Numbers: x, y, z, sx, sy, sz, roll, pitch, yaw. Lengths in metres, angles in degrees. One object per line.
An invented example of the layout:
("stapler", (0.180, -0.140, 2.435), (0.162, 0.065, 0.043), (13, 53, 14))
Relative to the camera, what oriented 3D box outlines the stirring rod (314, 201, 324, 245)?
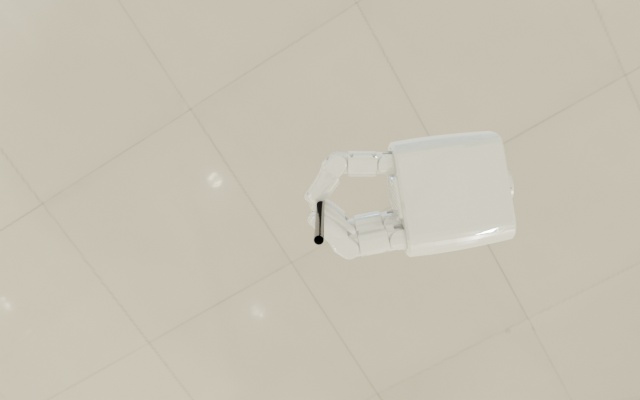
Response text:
("stirring rod", (0.000, 0.002, 0.496), (0.011, 0.011, 0.239), (0, 14, 1))
